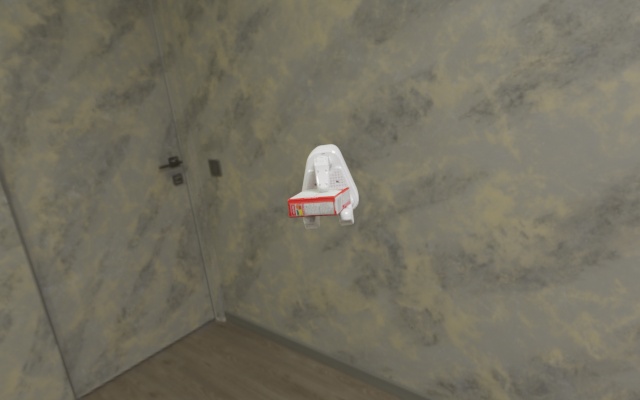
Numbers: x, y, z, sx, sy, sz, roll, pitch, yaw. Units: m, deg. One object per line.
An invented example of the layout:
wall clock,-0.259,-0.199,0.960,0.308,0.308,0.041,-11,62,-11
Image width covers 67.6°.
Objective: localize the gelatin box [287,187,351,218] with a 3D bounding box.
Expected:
gelatin box,0.000,0.002,0.718,0.073,0.030,0.089,-3,10,18
